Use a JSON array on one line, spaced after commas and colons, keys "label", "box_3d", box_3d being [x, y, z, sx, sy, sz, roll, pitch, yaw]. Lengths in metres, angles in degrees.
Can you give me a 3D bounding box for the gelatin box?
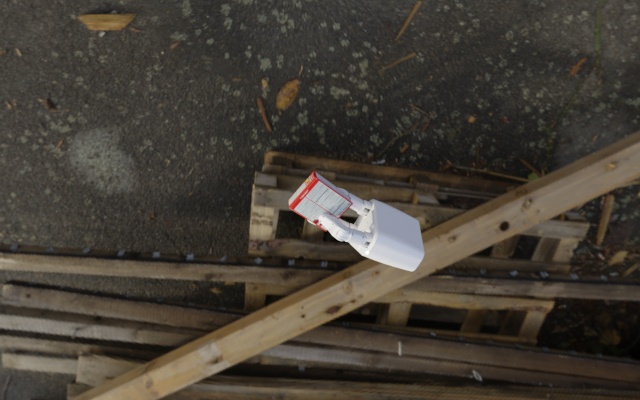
[{"label": "gelatin box", "box_3d": [0.000, 0.003, 0.835, 0.089, 0.073, 0.030, 34, 19, -26]}]
